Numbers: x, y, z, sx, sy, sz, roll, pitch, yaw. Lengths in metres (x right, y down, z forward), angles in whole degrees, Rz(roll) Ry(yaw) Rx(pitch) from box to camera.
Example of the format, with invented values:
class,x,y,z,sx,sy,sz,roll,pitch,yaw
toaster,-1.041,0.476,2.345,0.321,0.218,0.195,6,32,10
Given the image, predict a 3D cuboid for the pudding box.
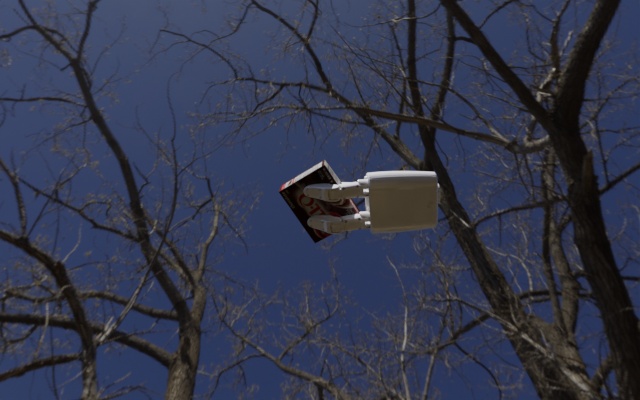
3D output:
class,x,y,z,sx,sy,sz,roll,pitch,yaw
pudding box,0.000,0.002,0.786,0.090,0.113,0.039,-30,16,15
